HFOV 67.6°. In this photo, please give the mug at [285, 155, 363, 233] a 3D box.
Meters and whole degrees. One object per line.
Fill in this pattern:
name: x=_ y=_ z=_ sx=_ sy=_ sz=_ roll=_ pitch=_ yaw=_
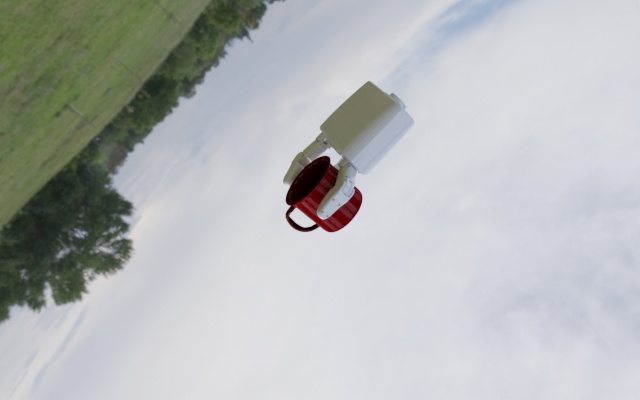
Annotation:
mug: x=-0.001 y=0.003 z=0.713 sx=0.081 sy=0.117 sz=0.093 roll=41 pitch=11 yaw=-23
